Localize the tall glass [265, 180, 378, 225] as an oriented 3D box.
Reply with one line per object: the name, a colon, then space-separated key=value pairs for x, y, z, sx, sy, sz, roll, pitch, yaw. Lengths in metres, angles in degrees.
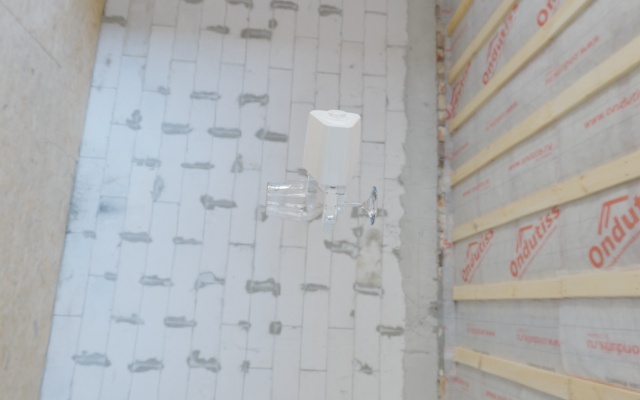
tall glass: x=0.001 y=0.003 z=0.886 sx=0.201 sy=0.079 sz=0.079 roll=4 pitch=0 yaw=-4
